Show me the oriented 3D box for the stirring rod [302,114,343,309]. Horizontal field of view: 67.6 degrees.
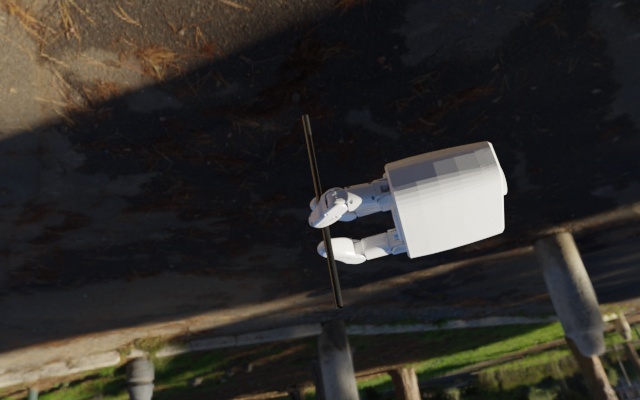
[{"bbox_3d":[0.000,0.002,0.531,0.011,0.239,0.011,-8,-28,-4],"label":"stirring rod"}]
